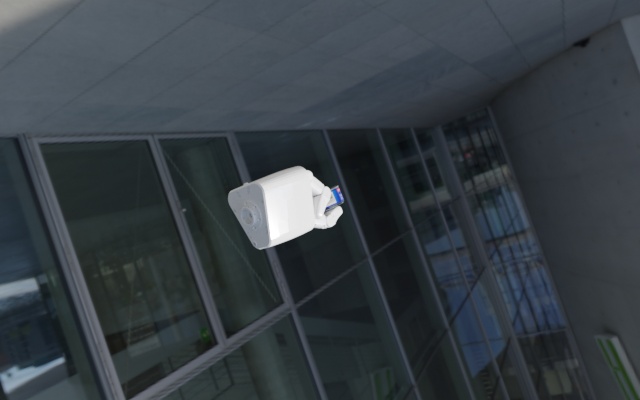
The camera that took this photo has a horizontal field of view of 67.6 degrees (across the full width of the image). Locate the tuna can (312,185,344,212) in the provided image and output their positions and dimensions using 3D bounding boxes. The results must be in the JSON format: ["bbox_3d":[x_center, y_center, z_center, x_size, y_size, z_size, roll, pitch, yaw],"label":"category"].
[{"bbox_3d":[0.000,0.003,0.899,0.086,0.034,0.086,-23,3,1],"label":"tuna can"}]
